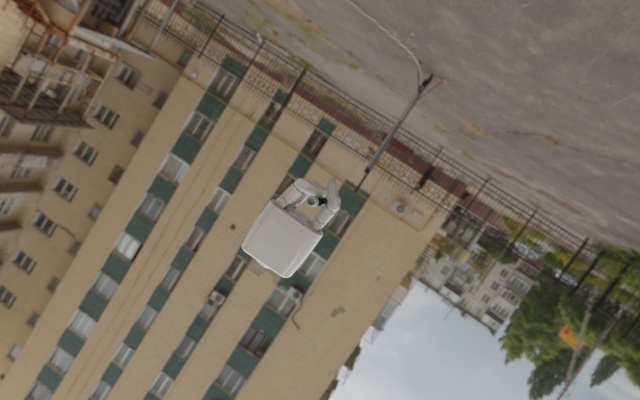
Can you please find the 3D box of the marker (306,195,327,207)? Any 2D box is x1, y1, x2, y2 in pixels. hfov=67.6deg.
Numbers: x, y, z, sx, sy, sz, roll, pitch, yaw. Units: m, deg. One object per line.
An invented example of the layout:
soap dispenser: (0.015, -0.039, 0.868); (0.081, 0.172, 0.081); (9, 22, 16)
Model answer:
marker: (0.000, 0.003, 0.853); (0.020, 0.020, 0.121); (0, -2, 15)
